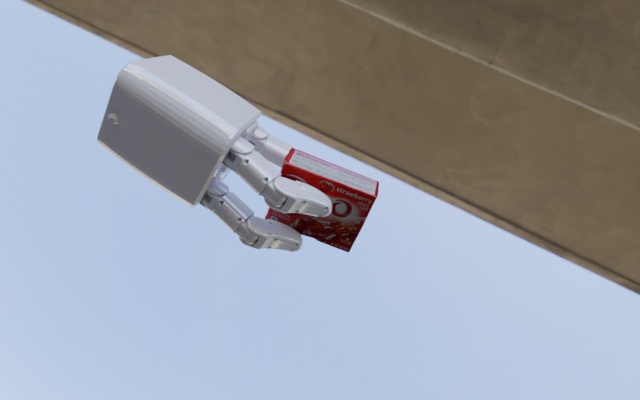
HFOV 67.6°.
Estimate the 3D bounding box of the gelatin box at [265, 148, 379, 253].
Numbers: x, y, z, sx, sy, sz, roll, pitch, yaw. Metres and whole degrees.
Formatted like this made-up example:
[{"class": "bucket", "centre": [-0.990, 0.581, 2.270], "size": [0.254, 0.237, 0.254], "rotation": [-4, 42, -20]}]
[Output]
[{"class": "gelatin box", "centre": [0.000, 0.001, 0.445], "size": [0.089, 0.073, 0.030], "rotation": [21, 37, -2]}]
